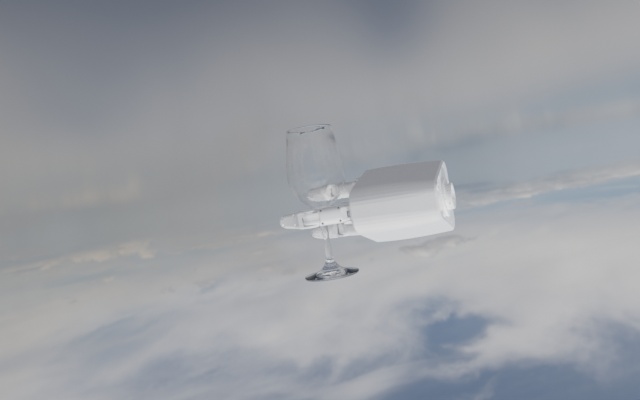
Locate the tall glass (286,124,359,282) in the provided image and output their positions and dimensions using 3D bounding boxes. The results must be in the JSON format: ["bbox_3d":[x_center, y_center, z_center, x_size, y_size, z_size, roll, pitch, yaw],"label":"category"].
[{"bbox_3d":[0.000,0.003,0.643,0.079,0.201,0.079,-10,1,0],"label":"tall glass"}]
